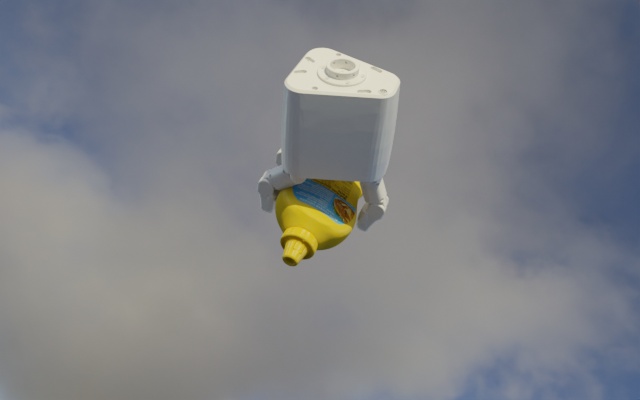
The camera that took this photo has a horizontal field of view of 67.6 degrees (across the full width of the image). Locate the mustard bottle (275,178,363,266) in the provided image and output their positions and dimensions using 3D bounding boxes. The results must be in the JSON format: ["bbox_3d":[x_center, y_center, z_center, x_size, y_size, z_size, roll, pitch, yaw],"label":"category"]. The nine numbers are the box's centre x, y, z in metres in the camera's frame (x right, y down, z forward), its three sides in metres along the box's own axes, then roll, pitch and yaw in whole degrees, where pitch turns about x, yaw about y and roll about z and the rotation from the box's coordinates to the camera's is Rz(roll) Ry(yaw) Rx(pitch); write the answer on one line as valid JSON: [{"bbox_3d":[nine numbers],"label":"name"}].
[{"bbox_3d":[0.000,0.002,0.572,0.096,0.191,0.058,32,-43,-5],"label":"mustard bottle"}]
